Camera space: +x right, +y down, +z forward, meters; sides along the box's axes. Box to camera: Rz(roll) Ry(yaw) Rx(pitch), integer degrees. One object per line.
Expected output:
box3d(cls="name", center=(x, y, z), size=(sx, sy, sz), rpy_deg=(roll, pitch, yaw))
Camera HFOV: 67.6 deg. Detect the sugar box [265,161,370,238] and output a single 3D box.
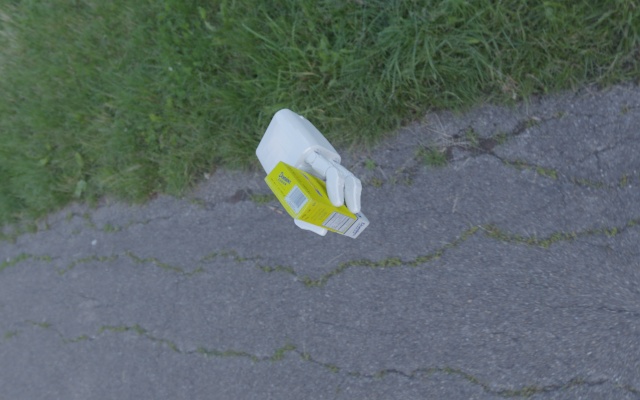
box3d(cls="sugar box", center=(0.000, 0.002, 0.754), size=(0.176, 0.048, 0.093), rpy_deg=(18, 28, -54))
